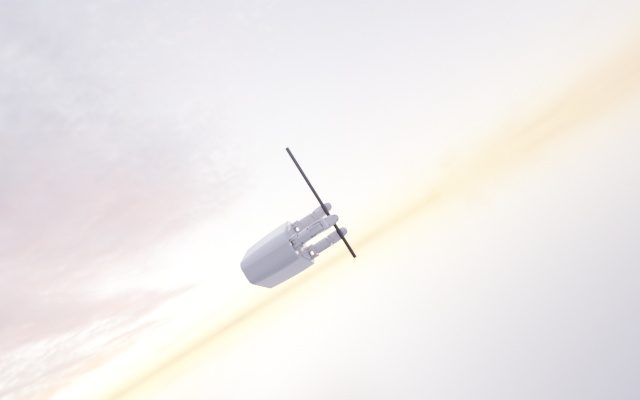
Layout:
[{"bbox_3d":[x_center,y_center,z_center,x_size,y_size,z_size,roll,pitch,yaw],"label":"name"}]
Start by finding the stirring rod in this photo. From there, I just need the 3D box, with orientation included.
[{"bbox_3d":[0.000,0.003,0.879,0.011,0.239,0.011,-32,-7,-4],"label":"stirring rod"}]
